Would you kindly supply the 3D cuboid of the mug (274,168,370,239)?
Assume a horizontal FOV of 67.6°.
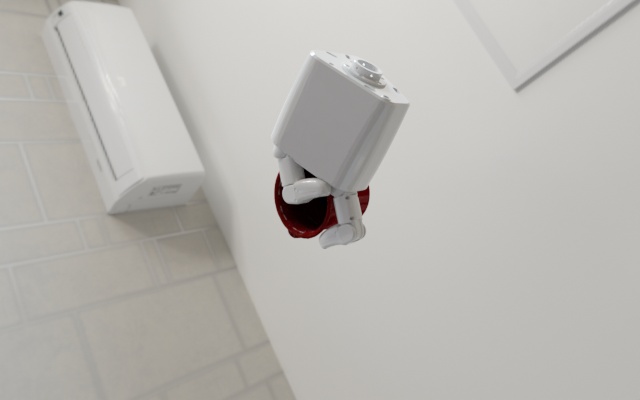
[{"bbox_3d":[0.000,0.003,0.578,0.081,0.117,0.093,-11,48,-46],"label":"mug"}]
